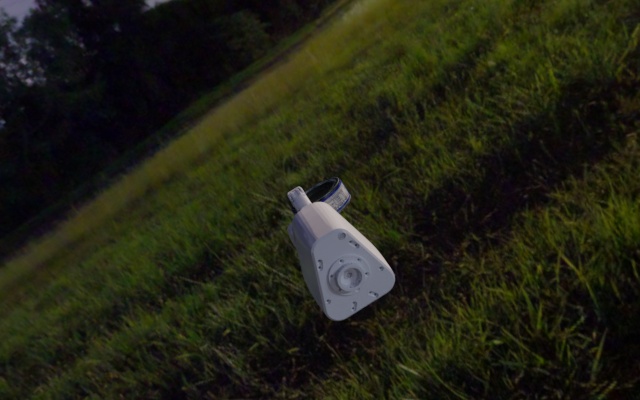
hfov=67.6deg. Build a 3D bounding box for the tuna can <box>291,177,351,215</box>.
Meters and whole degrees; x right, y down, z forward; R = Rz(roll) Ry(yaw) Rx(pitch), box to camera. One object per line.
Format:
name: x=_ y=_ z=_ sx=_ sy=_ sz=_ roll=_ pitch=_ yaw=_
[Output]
tuna can: x=0.000 y=0.002 z=0.702 sx=0.086 sy=0.034 sz=0.086 roll=-30 pitch=17 yaw=10
